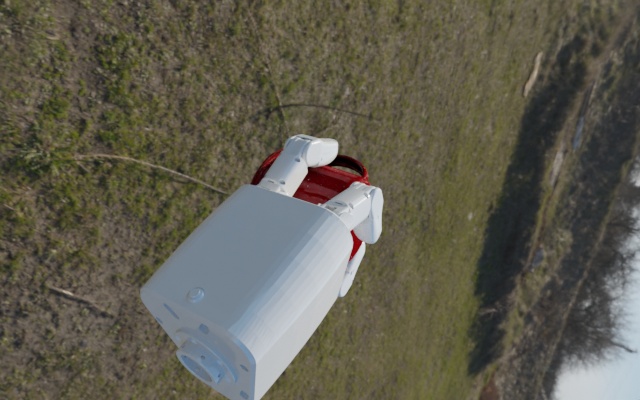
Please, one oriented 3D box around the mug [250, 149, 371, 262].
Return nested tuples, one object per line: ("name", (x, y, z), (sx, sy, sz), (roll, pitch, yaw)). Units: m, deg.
("mug", (0.001, 0.001, 0.425), (0.081, 0.093, 0.117), (19, 50, 27))
